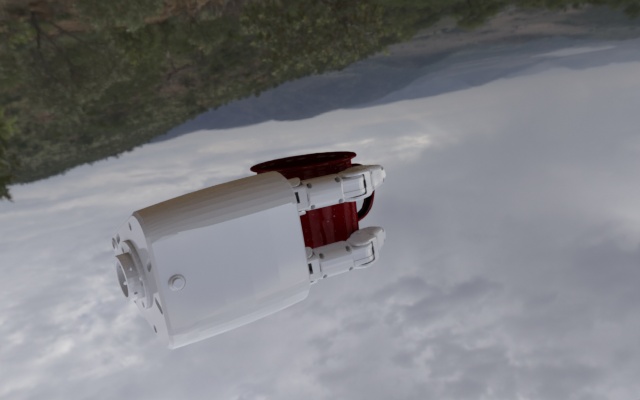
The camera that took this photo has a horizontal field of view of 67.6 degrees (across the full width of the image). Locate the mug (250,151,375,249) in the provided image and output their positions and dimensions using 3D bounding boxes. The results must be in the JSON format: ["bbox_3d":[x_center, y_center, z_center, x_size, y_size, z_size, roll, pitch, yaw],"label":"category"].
[{"bbox_3d":[0.001,0.001,0.428,0.117,0.081,0.093,-15,14,-33],"label":"mug"}]
